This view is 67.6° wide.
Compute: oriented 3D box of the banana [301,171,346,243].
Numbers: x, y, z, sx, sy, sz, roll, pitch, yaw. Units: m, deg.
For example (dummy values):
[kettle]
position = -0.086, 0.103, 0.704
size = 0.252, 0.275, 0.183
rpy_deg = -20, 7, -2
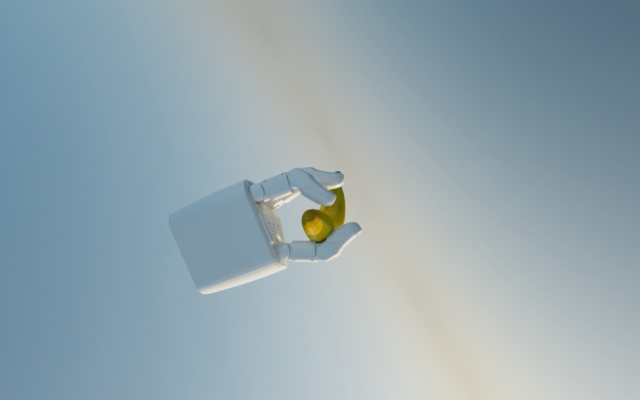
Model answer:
[banana]
position = 0.006, 0.018, 0.610
size = 0.037, 0.070, 0.197
rpy_deg = -13, 14, 13
